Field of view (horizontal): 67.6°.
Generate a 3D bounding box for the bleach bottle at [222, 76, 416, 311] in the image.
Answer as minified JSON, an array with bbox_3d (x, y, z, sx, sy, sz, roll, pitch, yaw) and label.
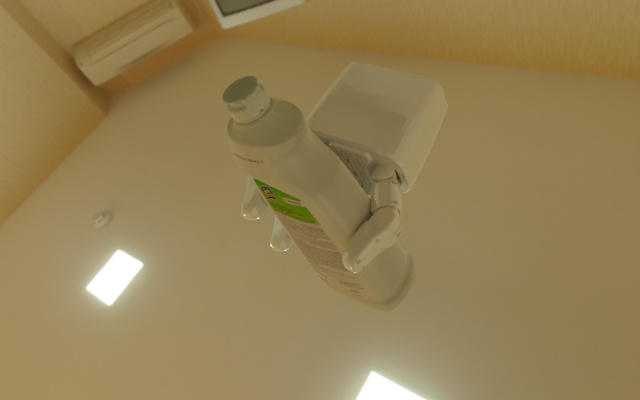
[{"bbox_3d":[0.000,0.001,0.412,0.102,0.068,0.251,12,-31,37],"label":"bleach bottle"}]
